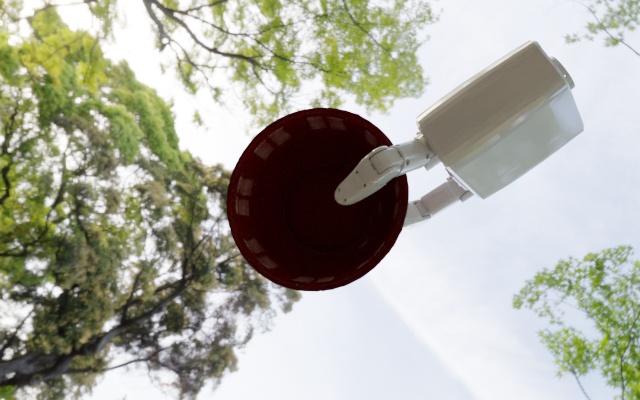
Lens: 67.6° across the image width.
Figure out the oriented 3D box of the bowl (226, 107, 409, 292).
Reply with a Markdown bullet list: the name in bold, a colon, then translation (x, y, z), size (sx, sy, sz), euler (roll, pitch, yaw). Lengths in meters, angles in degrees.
- **bowl**: translation (-0.001, 0.002, 0.431), size (0.162, 0.162, 0.055), euler (0, -12, 15)
